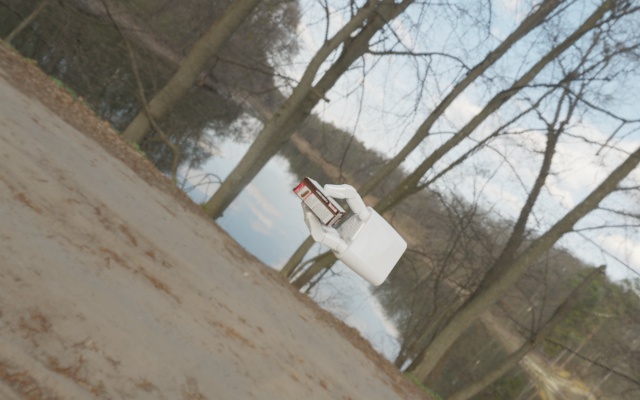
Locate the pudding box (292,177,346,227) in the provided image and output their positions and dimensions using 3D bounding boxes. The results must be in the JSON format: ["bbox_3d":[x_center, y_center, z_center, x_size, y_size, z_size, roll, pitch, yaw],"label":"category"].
[{"bbox_3d":[0.000,0.003,0.869,0.039,0.090,0.113,-45,-7,3],"label":"pudding box"}]
